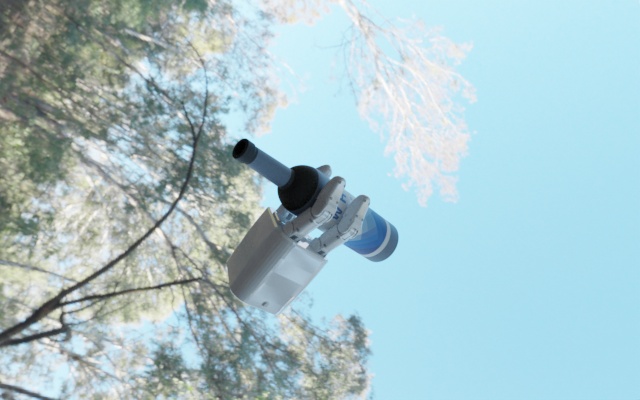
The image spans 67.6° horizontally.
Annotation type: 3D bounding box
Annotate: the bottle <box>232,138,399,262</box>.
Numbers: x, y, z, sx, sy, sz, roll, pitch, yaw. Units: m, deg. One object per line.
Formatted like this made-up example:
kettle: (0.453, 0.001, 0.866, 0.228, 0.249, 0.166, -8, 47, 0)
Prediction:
bottle: (0.000, 0.002, 0.646, 0.069, 0.069, 0.296, 0, -25, 44)
